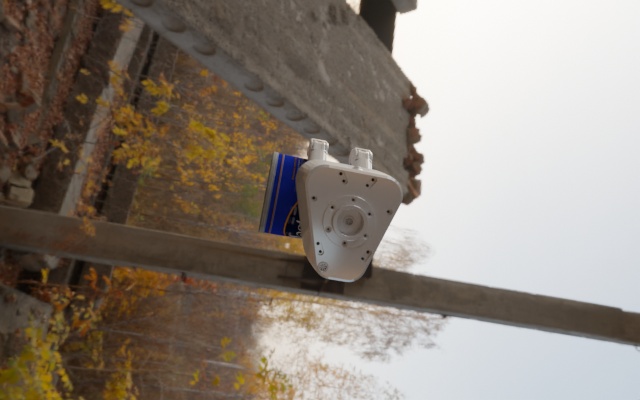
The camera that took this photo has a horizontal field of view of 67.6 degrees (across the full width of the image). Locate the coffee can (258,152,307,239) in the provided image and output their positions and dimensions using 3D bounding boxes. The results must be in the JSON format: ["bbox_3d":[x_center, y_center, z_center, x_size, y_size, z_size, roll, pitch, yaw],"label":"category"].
[{"bbox_3d":[0.000,0.002,0.602,0.140,0.103,0.103,10,-1,-6],"label":"coffee can"}]
